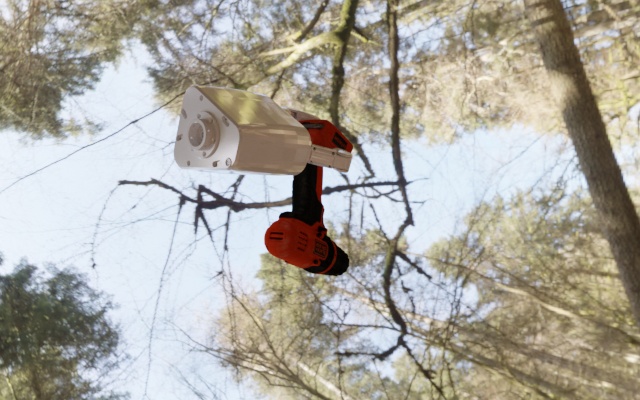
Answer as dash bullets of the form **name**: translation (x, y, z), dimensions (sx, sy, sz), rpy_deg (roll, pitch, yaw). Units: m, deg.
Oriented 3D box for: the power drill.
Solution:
- **power drill**: translation (0.000, 0.002, 0.631), dimensions (0.057, 0.187, 0.184), rpy_deg (-1, -17, 25)
